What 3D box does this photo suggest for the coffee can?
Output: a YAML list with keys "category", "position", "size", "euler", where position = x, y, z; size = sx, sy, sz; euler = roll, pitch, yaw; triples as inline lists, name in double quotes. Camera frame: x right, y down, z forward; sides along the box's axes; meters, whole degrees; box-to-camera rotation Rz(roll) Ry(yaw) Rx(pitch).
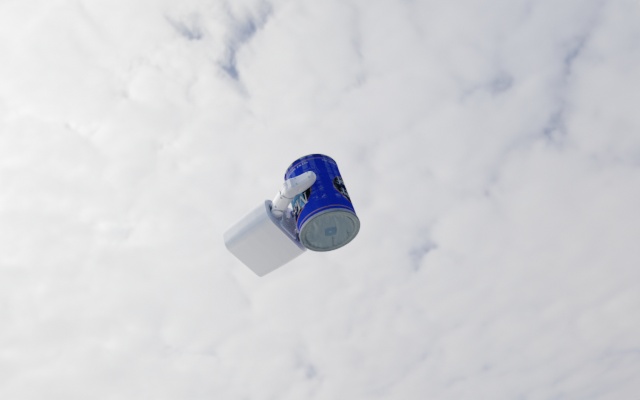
- category: "coffee can"
  position: [0.000, 0.003, 0.824]
  size: [0.103, 0.140, 0.103]
  euler: [-10, -42, -9]
